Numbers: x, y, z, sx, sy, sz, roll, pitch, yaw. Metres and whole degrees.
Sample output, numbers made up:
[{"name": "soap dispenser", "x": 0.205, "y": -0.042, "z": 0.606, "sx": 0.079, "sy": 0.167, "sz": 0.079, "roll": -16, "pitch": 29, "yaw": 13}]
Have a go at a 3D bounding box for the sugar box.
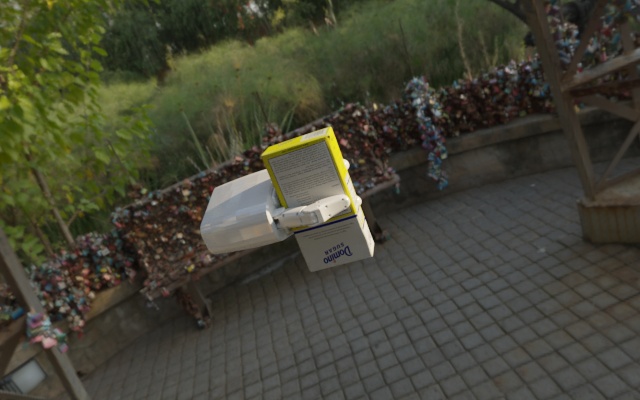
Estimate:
[{"name": "sugar box", "x": 0.000, "y": 0.002, "z": 0.630, "sx": 0.093, "sy": 0.176, "sz": 0.048, "roll": -16, "pitch": 21, "yaw": 15}]
